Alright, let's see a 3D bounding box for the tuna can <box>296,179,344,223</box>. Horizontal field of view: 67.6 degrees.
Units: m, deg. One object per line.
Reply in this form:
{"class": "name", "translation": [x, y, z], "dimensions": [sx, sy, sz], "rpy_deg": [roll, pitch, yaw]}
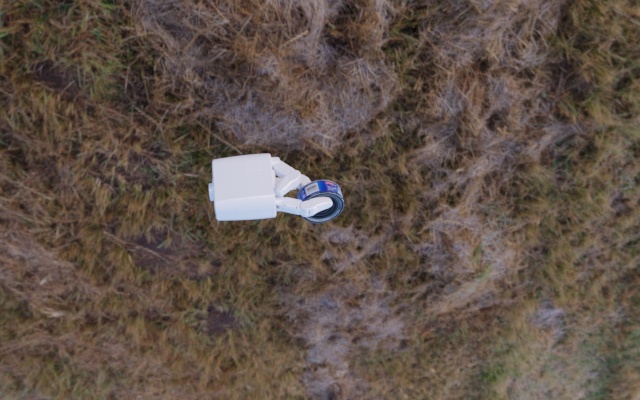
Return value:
{"class": "tuna can", "translation": [0.000, 0.003, 0.890], "dimensions": [0.086, 0.033, 0.086], "rpy_deg": [-9, -43, -8]}
